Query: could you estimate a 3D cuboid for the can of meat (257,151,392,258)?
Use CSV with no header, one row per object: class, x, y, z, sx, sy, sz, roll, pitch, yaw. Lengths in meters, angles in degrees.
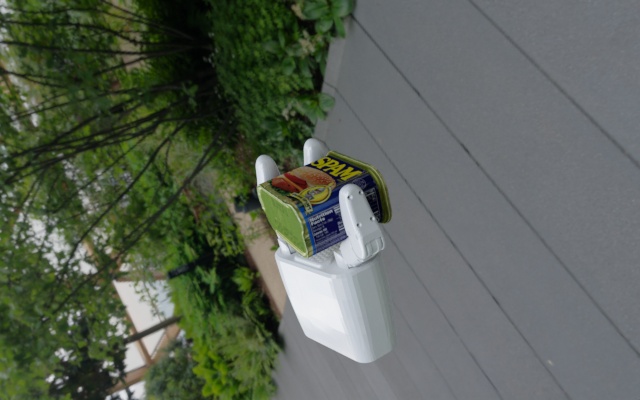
can of meat,0.000,0.002,0.434,0.084,0.057,0.102,-25,27,-20
